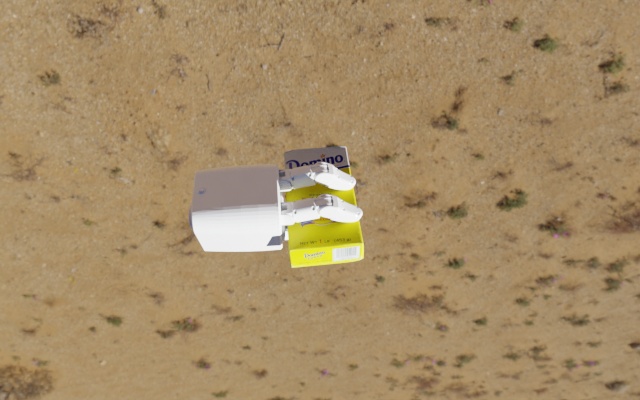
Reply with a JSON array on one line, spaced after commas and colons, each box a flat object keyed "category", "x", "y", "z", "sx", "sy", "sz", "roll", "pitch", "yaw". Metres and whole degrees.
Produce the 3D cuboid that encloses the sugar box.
[{"category": "sugar box", "x": 0.000, "y": 0.002, "z": 0.641, "sx": 0.093, "sy": 0.176, "sz": 0.048, "roll": -5, "pitch": -38, "yaw": -3}]
